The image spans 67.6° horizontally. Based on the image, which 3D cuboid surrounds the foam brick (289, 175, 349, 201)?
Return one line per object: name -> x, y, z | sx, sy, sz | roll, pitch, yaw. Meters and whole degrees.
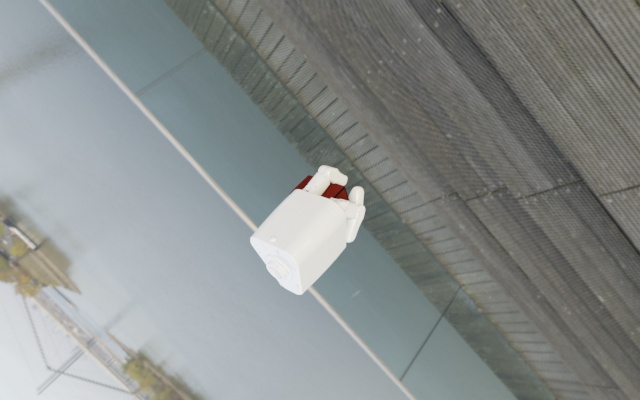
foam brick -> 0.000, 0.002, 0.747 | 0.078, 0.053, 0.051 | 19, 53, 38
